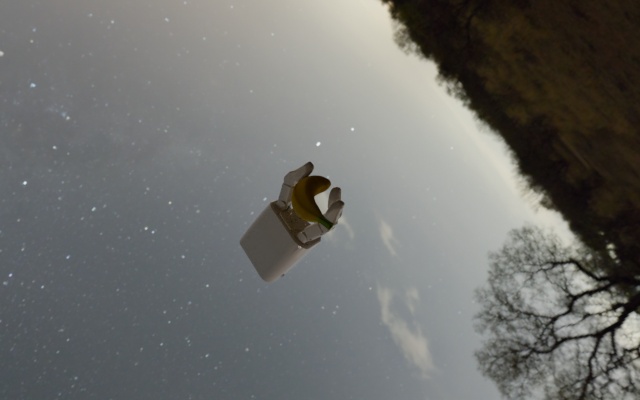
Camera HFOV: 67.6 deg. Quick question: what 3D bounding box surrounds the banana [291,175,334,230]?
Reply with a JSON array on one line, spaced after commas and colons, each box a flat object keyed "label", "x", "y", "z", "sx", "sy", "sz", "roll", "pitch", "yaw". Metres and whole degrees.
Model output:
[{"label": "banana", "x": -0.015, "y": -0.006, "z": 0.797, "sx": 0.069, "sy": 0.037, "sz": 0.197, "roll": 34, "pitch": 20, "yaw": -13}]
